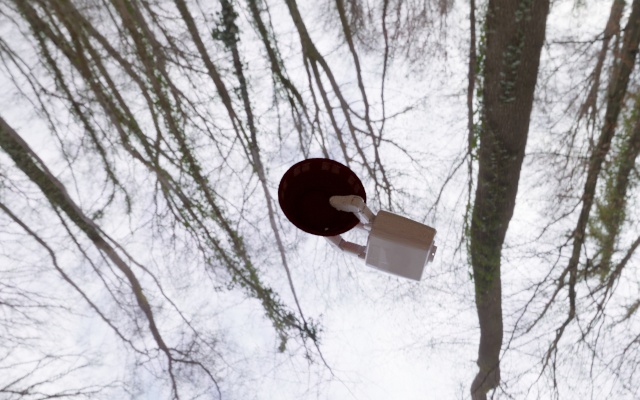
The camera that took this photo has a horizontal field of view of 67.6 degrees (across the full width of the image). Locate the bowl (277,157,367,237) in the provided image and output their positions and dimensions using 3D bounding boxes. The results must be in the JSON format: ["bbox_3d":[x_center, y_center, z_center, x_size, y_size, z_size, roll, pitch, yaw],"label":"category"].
[{"bbox_3d":[-0.001,0.002,0.868,0.162,0.162,0.055,0,-29,-11],"label":"bowl"}]
